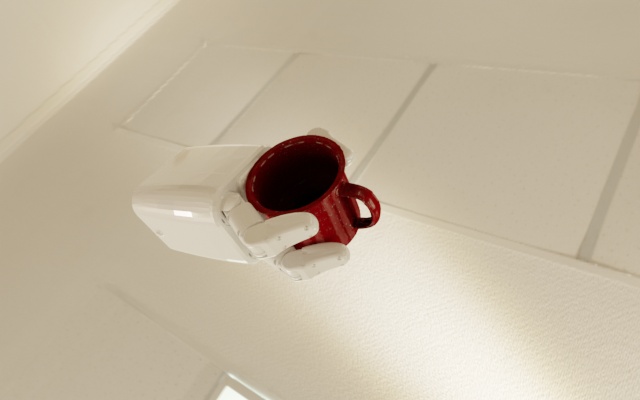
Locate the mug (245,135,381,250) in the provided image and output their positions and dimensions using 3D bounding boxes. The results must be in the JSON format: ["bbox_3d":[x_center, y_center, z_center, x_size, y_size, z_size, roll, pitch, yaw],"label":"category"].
[{"bbox_3d":[0.001,0.002,0.437,0.117,0.093,0.082,5,-36,27],"label":"mug"}]
